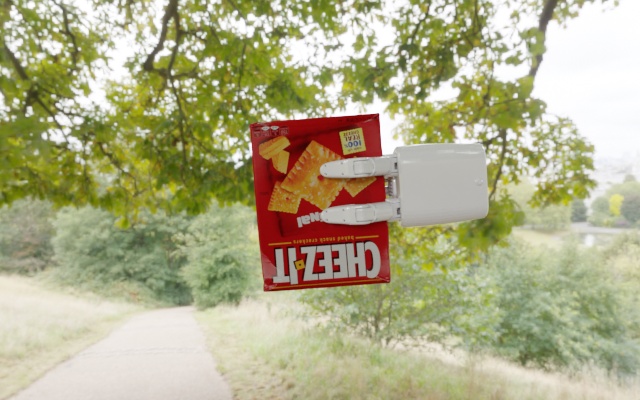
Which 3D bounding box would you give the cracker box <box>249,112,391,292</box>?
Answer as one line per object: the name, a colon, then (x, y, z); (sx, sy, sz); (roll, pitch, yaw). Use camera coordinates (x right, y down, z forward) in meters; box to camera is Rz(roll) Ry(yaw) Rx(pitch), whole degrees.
cracker box: (0.000, 0.002, 0.613); (0.164, 0.214, 0.072); (-4, 3, 0)
